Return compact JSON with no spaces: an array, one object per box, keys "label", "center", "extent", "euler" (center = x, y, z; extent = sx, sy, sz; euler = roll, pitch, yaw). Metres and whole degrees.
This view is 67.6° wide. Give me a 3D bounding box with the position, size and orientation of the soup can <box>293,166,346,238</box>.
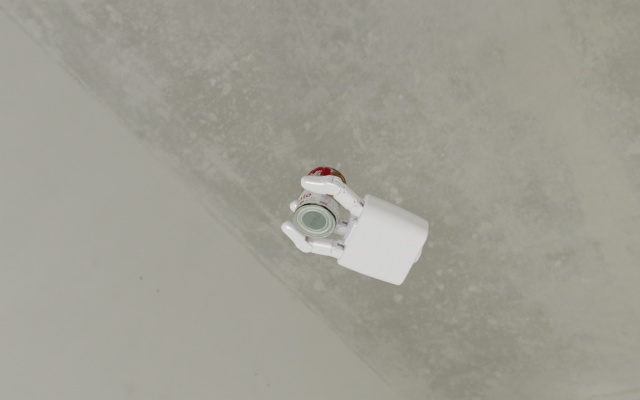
[{"label":"soup can","center":[0.000,0.002,0.746],"extent":[0.068,0.069,0.102],"euler":[0,37,13]}]
